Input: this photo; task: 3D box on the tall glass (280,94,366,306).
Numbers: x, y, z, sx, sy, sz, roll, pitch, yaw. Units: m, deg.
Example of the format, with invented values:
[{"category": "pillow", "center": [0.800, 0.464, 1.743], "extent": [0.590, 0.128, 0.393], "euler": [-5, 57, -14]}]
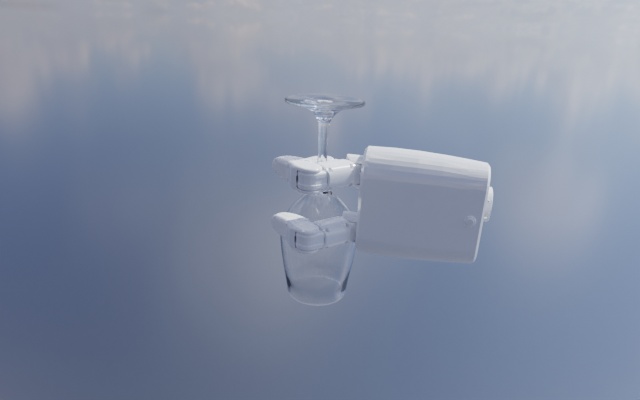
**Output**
[{"category": "tall glass", "center": [0.000, 0.001, 0.470], "extent": [0.079, 0.201, 0.079], "euler": [3, 21, -1]}]
